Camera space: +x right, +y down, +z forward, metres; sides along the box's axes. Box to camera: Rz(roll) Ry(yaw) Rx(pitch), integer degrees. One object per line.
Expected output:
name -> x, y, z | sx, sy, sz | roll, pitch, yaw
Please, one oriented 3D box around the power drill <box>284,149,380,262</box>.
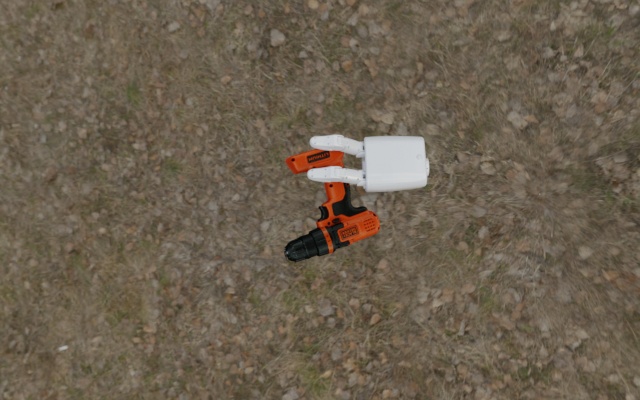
power drill -> 0.000, 0.002, 0.863 | 0.184, 0.187, 0.057 | -19, 5, -15
